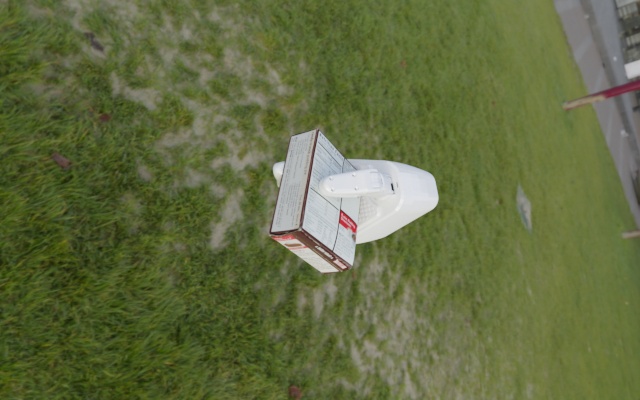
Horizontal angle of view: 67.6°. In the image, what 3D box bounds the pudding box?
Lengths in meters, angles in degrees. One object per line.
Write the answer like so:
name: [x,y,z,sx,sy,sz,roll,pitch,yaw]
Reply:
pudding box: [0.000,0.001,0.460,0.039,0.113,0.090,-14,-37,32]
